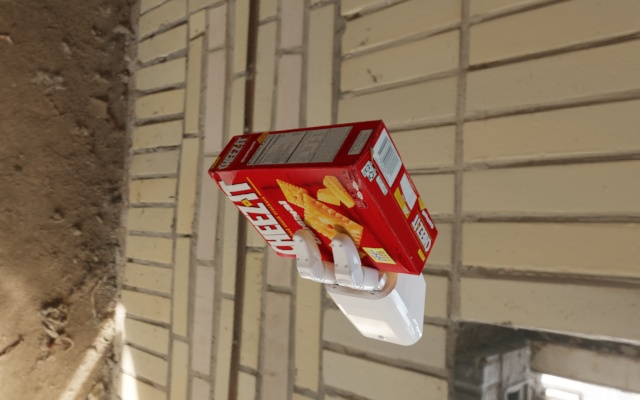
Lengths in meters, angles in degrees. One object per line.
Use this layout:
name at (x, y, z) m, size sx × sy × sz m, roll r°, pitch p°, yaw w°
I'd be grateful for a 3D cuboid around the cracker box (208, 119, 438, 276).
cracker box at (0.000, 0.002, 0.535) m, size 0.213 × 0.072 × 0.164 m, roll 1°, pitch -42°, yaw 40°
